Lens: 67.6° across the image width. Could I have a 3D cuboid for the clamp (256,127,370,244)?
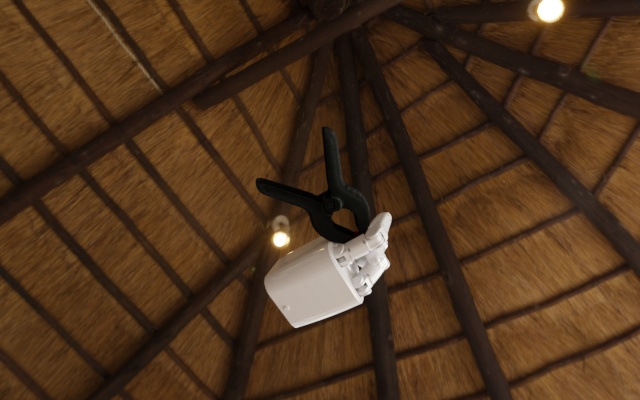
[{"bbox_3d":[0.000,0.002,0.624,0.120,0.171,0.039,-27,20,12],"label":"clamp"}]
